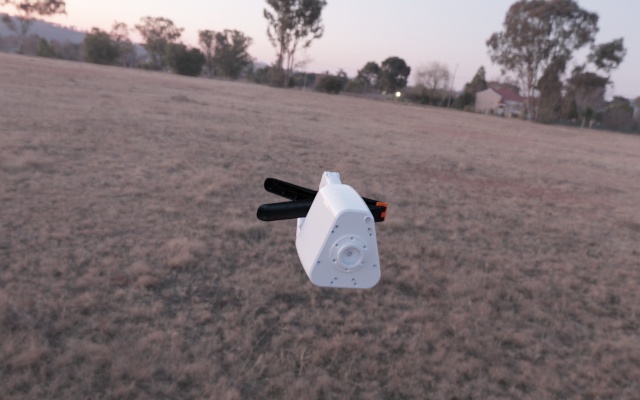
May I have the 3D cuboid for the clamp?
[{"bbox_3d":[0.001,0.002,0.766,0.210,0.036,0.164,5,19,-11],"label":"clamp"}]
